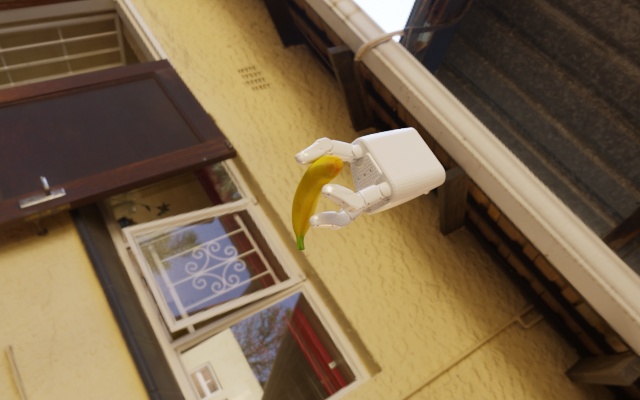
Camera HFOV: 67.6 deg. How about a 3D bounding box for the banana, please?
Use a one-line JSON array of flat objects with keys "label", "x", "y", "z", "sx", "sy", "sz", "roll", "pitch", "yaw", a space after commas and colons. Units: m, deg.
[{"label": "banana", "x": -0.009, "y": -0.009, "z": 0.709, "sx": 0.037, "sy": 0.069, "sz": 0.198, "roll": -11, "pitch": -36, "yaw": -28}]
